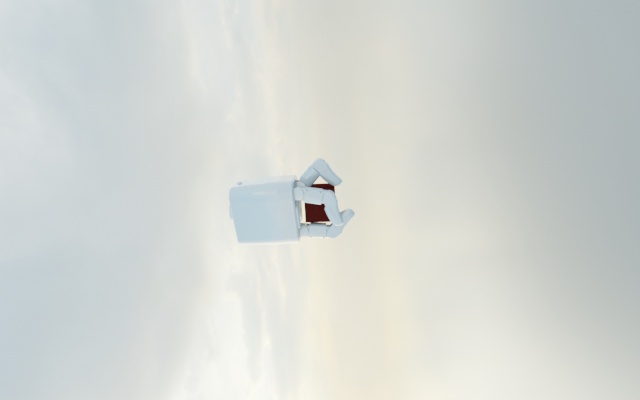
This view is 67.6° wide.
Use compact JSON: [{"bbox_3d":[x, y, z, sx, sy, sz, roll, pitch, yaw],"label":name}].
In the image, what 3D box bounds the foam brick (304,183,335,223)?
[{"bbox_3d":[0.000,0.003,0.826,0.051,0.053,0.078,-3,13,3],"label":"foam brick"}]
